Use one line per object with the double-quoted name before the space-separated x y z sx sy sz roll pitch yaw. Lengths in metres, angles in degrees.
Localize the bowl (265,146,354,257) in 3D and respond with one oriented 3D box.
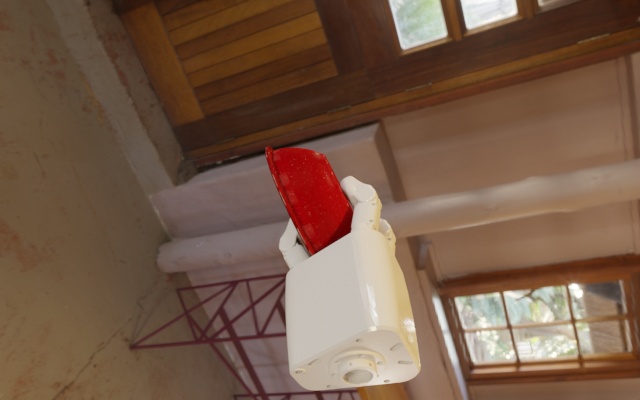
"bowl" 0.000 0.001 0.529 0.055 0.162 0.162 -27 -2 4
